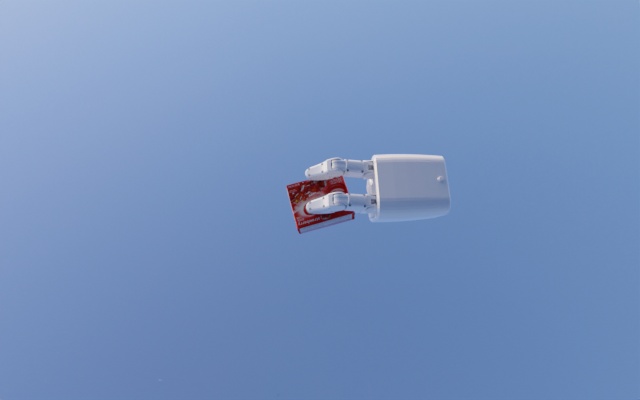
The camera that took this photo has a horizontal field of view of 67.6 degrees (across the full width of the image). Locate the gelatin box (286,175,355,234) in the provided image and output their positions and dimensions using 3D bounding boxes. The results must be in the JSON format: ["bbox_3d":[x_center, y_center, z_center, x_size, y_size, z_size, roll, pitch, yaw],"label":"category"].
[{"bbox_3d":[0.000,0.003,0.719,0.089,0.073,0.030,-15,-22,-2],"label":"gelatin box"}]
